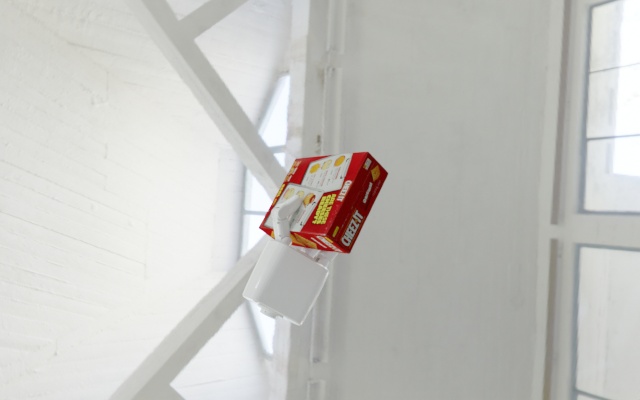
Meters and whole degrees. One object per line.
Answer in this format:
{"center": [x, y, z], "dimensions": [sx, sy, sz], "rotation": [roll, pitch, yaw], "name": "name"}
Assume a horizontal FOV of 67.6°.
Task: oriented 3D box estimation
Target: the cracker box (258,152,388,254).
{"center": [0.000, 0.003, 0.859], "dimensions": [0.072, 0.164, 0.213], "rotation": [39, -22, -31], "name": "cracker box"}
